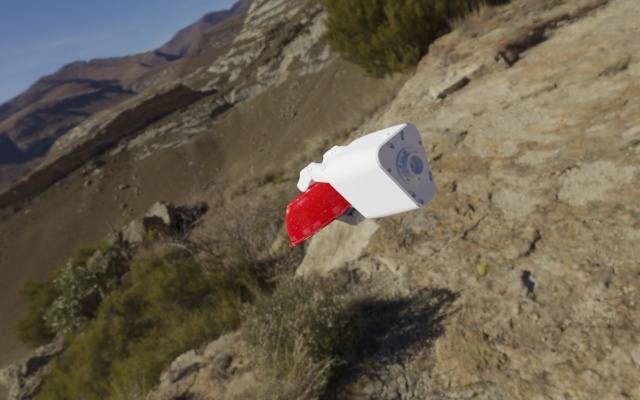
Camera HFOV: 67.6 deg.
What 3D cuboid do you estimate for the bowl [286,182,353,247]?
[{"bbox_3d":[-0.001,0.003,0.754,0.162,0.055,0.162,-37,4,3],"label":"bowl"}]
